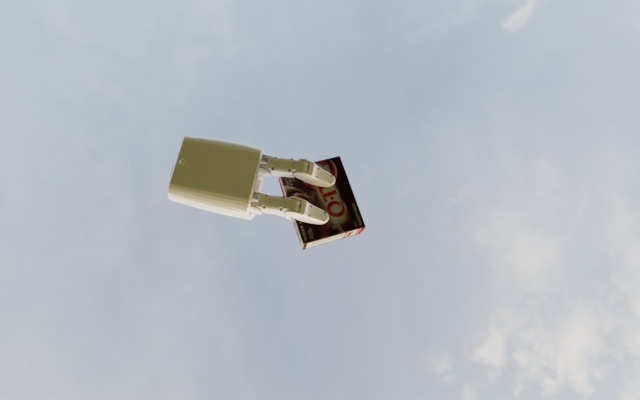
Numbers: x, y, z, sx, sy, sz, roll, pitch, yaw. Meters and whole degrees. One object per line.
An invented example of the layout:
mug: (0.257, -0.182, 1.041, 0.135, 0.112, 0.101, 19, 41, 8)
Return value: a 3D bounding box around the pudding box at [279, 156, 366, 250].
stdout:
pudding box: (0.000, 0.002, 0.658, 0.090, 0.113, 0.039, -15, -16, -13)
